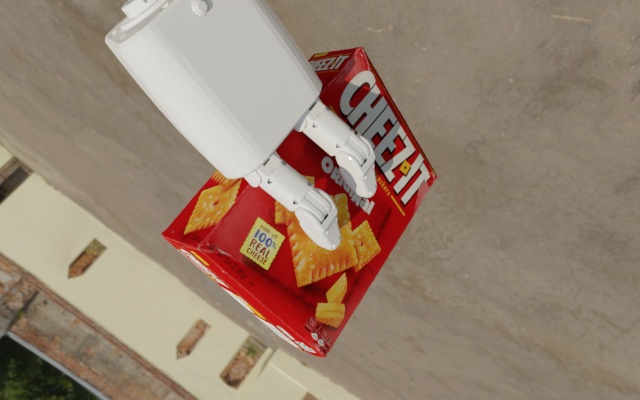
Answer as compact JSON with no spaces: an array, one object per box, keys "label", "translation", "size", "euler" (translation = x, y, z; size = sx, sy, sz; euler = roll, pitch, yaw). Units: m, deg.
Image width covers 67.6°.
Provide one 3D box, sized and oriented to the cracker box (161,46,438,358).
[{"label":"cracker box","translation":[0.000,0.001,0.415],"size":[0.072,0.213,0.164],"euler":[10,-33,49]}]
